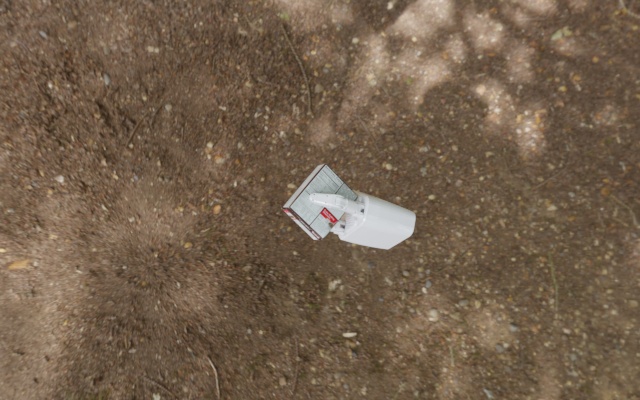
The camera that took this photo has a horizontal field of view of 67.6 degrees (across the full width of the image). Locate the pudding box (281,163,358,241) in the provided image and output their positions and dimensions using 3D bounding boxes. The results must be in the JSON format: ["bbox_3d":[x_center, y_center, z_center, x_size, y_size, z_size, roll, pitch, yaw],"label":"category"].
[{"bbox_3d":[0.000,0.003,0.861,0.090,0.113,0.039,44,-21,-13],"label":"pudding box"}]
